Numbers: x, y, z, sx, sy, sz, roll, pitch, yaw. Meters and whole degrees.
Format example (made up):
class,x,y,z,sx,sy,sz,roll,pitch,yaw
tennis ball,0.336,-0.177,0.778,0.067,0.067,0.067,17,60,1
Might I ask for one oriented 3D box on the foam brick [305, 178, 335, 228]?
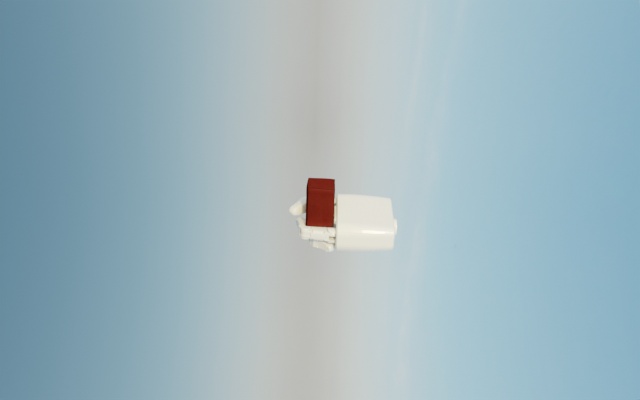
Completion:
class,x,y,z,sx,sy,sz,roll,pitch,yaw
foam brick,0.000,0.003,0.874,0.051,0.078,0.053,3,25,1
